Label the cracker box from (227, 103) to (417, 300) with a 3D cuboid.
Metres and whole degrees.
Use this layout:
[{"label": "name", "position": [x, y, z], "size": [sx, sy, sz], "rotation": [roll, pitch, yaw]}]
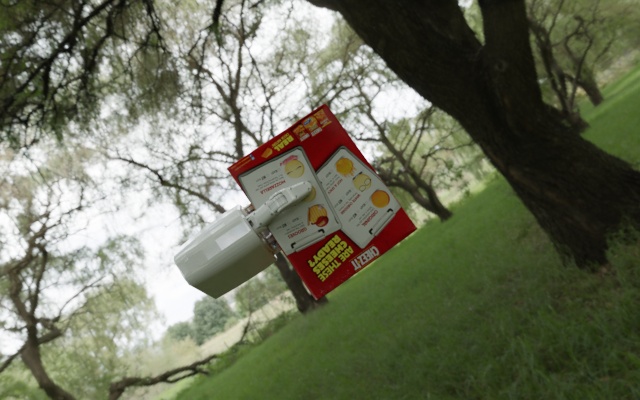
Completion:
[{"label": "cracker box", "position": [0.000, 0.002, 0.658], "size": [0.164, 0.213, 0.072], "rotation": [-35, -8, -5]}]
